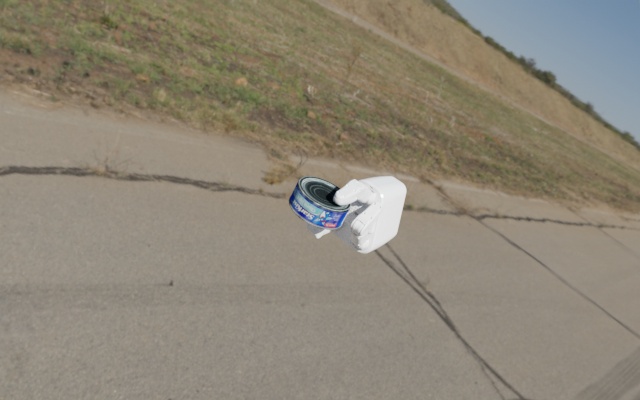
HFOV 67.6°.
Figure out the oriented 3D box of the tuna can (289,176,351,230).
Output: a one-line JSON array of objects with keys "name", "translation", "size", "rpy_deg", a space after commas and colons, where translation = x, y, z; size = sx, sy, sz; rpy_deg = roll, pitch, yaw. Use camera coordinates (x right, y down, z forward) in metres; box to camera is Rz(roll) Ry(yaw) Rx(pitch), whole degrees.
[{"name": "tuna can", "translation": [0.000, 0.002, 0.684], "size": [0.086, 0.034, 0.086], "rpy_deg": [22, 28, -12]}]
